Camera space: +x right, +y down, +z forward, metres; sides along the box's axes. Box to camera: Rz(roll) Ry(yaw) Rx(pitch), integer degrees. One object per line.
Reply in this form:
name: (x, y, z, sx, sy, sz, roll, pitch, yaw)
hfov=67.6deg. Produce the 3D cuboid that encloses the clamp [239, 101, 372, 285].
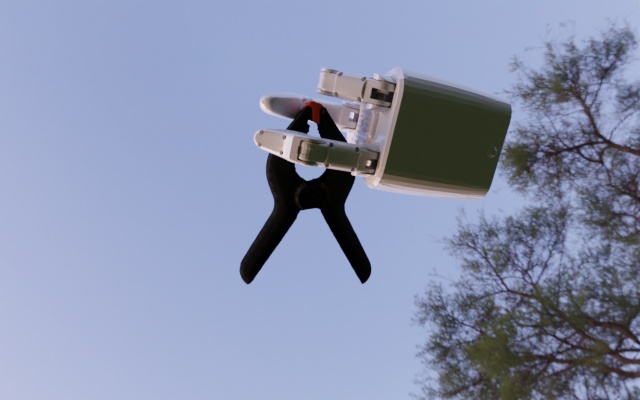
clamp: (0.000, 0.001, 0.426, 0.120, 0.171, 0.039, 8, 14, -16)
